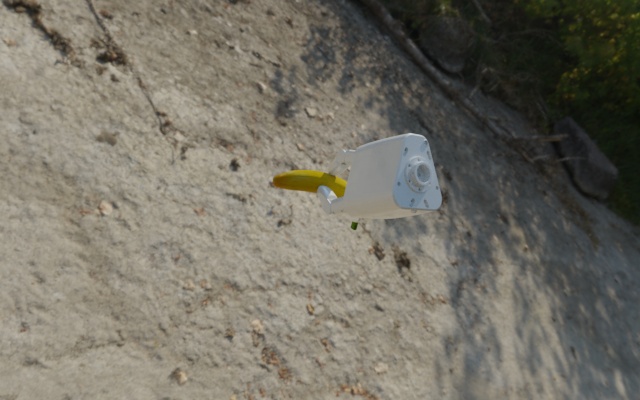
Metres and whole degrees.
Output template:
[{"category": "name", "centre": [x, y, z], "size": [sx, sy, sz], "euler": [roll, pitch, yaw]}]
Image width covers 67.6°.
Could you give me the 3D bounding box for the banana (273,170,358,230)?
[{"category": "banana", "centre": [0.013, -0.011, 0.810], "size": [0.198, 0.069, 0.037], "euler": [31, 10, -31]}]
